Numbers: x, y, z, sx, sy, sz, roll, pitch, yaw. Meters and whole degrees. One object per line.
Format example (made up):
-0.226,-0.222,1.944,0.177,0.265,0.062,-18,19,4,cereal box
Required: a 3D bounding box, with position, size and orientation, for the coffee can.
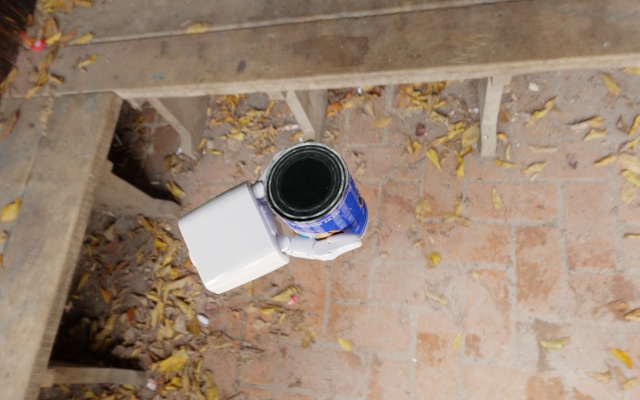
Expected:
0.000,0.002,0.614,0.103,0.102,0.140,0,-21,16,coffee can
